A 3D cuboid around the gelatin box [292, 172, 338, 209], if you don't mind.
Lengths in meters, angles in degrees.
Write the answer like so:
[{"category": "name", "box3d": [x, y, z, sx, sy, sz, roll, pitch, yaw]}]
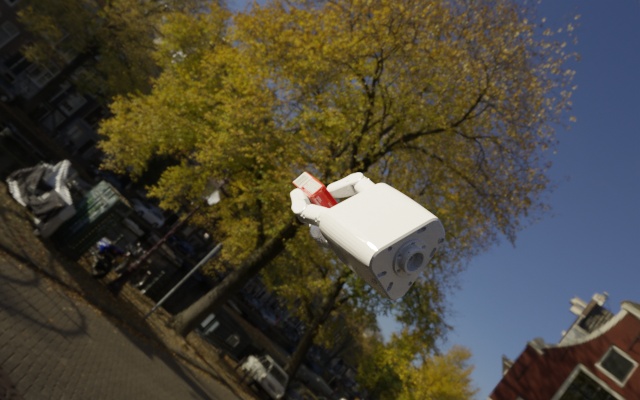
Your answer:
[{"category": "gelatin box", "box3d": [0.000, 0.002, 0.708, 0.030, 0.073, 0.089, -39, 26, -5]}]
